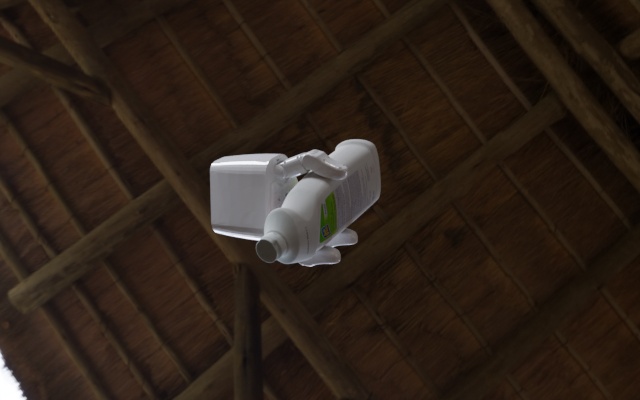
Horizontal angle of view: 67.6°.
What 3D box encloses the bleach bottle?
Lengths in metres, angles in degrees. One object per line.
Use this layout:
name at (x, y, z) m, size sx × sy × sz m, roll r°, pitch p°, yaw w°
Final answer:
bleach bottle at (0.000, 0.002, 0.619) m, size 0.068 × 0.103 × 0.250 m, roll 3°, pitch 23°, yaw 30°
